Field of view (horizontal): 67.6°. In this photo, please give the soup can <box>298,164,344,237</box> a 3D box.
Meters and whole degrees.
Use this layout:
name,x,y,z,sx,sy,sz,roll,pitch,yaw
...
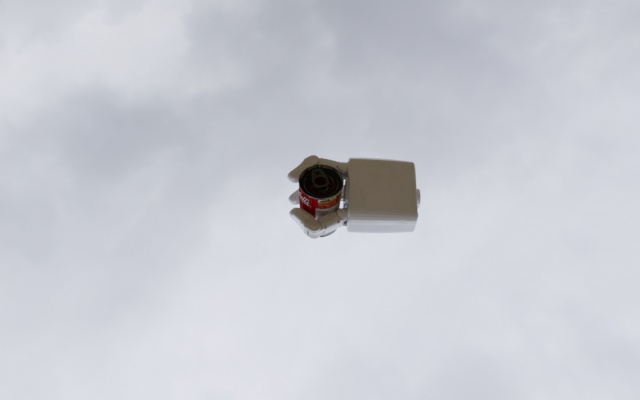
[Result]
name,x,y,z,sx,sy,sz,roll,pitch,yaw
soup can,0.000,0.003,0.750,0.068,0.068,0.102,0,-39,-1
